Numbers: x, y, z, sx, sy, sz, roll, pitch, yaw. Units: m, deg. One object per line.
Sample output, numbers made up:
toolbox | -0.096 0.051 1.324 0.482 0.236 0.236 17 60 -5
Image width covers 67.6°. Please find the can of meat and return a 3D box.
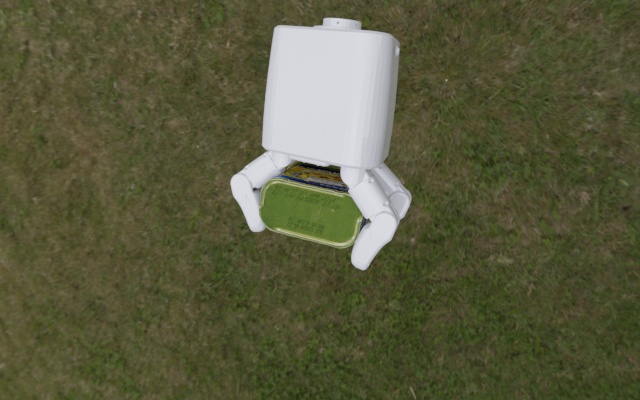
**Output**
can of meat | 0.000 0.002 0.461 0.102 0.057 0.084 12 16 11
